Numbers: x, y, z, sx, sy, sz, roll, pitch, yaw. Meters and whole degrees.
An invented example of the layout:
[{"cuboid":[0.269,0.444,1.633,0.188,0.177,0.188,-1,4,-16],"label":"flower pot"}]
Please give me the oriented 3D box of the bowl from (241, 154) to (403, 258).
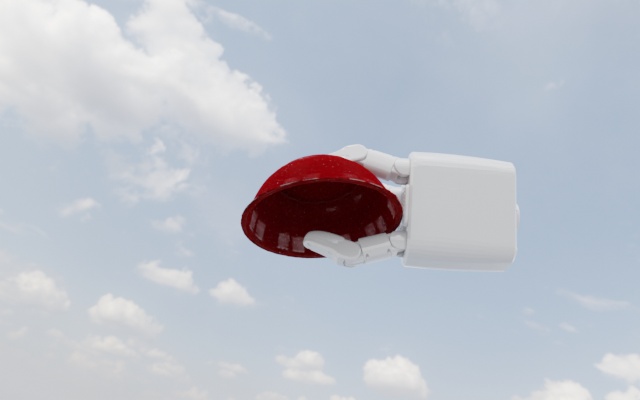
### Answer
[{"cuboid":[-0.001,0.001,0.489,0.162,0.055,0.162,-4,-31,-2],"label":"bowl"}]
